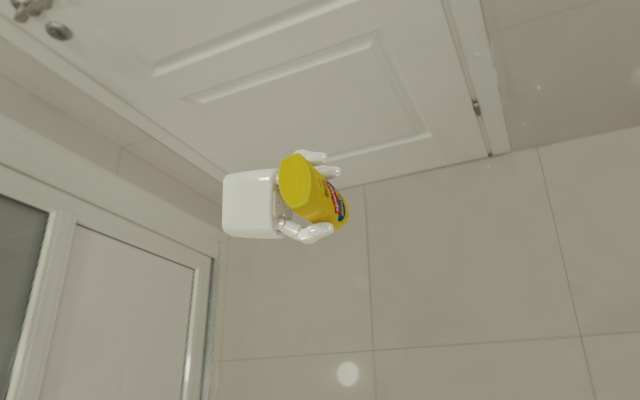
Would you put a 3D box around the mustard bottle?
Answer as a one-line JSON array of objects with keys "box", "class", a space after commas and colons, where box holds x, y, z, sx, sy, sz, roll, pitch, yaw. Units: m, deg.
[{"box": [0.000, 0.002, 0.804, 0.058, 0.096, 0.192, -24, -31, 16], "class": "mustard bottle"}]
